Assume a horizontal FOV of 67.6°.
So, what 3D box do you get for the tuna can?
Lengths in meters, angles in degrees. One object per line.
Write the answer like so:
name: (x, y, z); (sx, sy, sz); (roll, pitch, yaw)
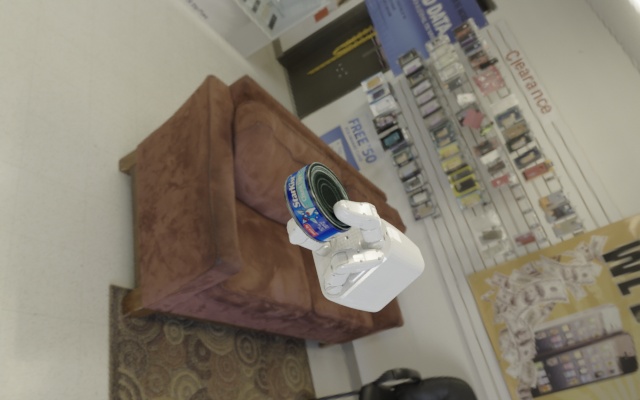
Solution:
tuna can: (0.000, 0.001, 0.526); (0.034, 0.086, 0.086); (-30, -14, 26)
